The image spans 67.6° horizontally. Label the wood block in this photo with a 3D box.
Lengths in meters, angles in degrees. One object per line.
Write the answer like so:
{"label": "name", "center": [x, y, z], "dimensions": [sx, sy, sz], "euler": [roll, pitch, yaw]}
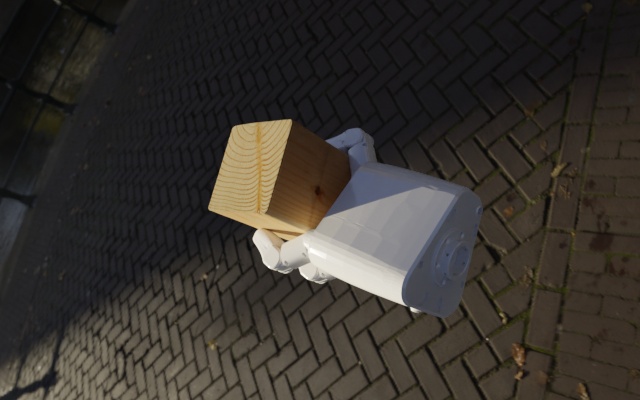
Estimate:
{"label": "wood block", "center": [0.000, 0.001, 0.508], "dimensions": [0.090, 0.090, 0.206], "euler": [2, -18, 43]}
